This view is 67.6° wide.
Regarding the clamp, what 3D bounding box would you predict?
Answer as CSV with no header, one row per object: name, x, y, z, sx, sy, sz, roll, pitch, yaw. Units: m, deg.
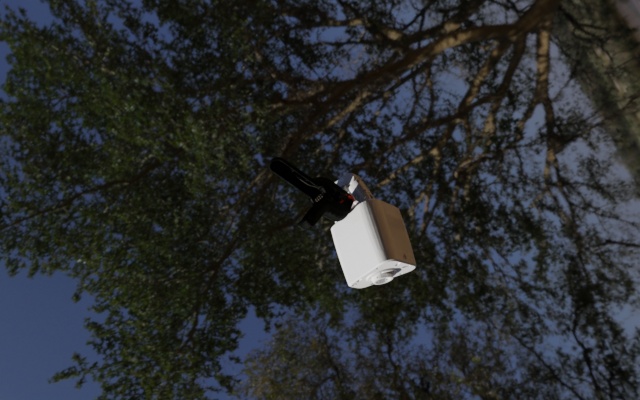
clamp,0.000,0.003,0.723,0.039,0.120,0.171,-36,-33,30
